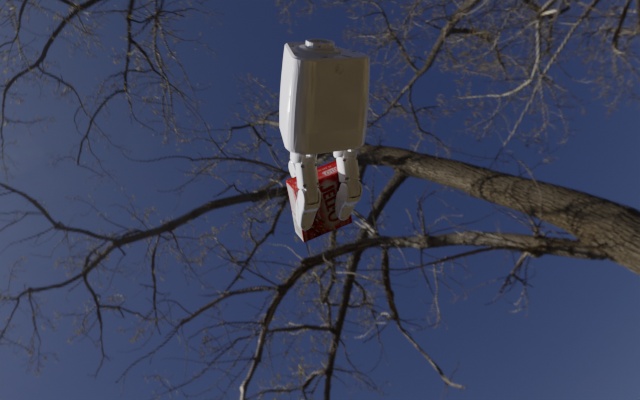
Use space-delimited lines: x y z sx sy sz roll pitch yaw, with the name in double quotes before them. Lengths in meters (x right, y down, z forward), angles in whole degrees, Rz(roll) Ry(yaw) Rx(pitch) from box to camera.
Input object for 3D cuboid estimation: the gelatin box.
"gelatin box" 0.000 0.002 0.612 0.073 0.089 0.030 -21 39 -18
